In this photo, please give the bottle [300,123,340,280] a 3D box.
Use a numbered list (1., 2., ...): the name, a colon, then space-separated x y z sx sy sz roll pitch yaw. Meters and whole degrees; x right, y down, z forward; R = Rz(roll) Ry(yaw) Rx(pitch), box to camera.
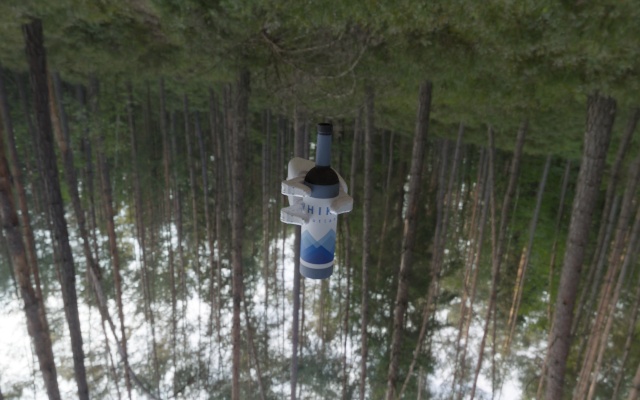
1. bottle: 0.000 0.003 0.896 0.069 0.296 0.069 3 20 -1
